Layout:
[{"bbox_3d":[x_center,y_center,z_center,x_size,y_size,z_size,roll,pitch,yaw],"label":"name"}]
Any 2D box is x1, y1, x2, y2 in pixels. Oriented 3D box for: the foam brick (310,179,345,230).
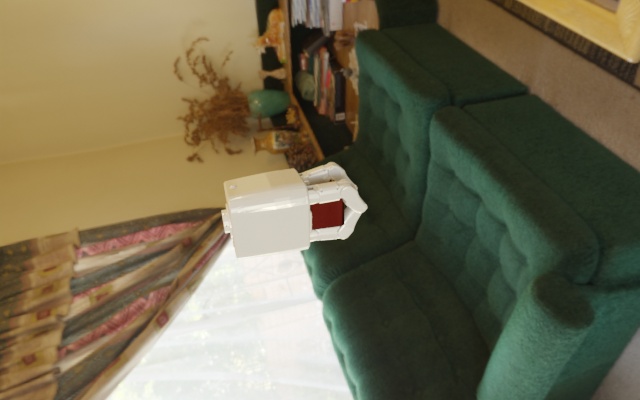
[{"bbox_3d":[0.000,0.002,0.709,0.051,0.053,0.078,-8,23,-13],"label":"foam brick"}]
